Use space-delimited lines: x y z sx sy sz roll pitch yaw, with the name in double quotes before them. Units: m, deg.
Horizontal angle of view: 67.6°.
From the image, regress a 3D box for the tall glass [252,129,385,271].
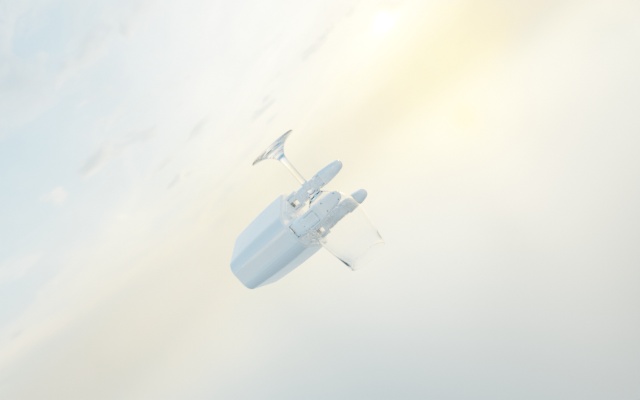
"tall glass" 0.000 0.002 0.653 0.079 0.201 0.079 -42 3 3
